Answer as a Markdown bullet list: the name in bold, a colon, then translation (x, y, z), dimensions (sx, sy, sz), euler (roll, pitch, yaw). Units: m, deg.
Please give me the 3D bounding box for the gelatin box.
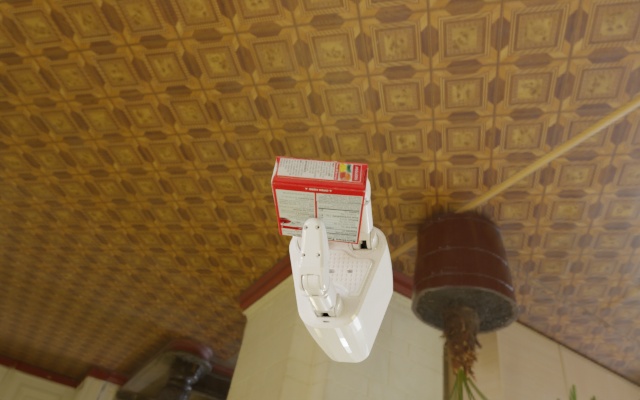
- **gelatin box**: translation (0.000, 0.002, 0.404), dimensions (0.073, 0.030, 0.089), euler (5, -32, 4)
